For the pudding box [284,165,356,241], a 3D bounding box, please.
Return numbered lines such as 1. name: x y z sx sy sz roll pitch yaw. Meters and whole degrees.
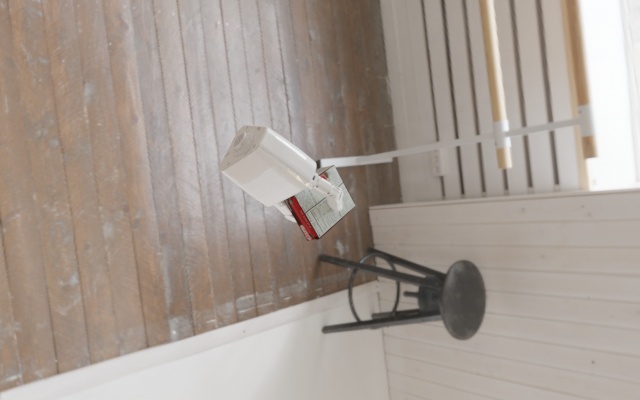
1. pudding box: 0.000 0.003 0.823 0.113 0.090 0.039 -39 17 -35
